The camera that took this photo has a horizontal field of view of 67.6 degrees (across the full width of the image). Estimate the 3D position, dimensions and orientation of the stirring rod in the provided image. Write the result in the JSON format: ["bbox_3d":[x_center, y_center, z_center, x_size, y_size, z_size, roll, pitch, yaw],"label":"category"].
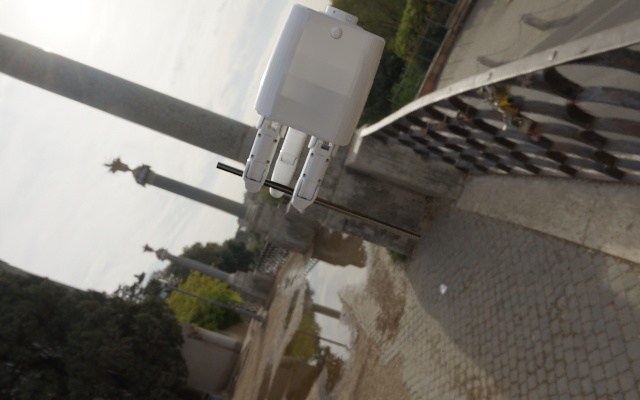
[{"bbox_3d":[0.000,0.002,0.533,0.239,0.011,0.011,20,-2,-6],"label":"stirring rod"}]
